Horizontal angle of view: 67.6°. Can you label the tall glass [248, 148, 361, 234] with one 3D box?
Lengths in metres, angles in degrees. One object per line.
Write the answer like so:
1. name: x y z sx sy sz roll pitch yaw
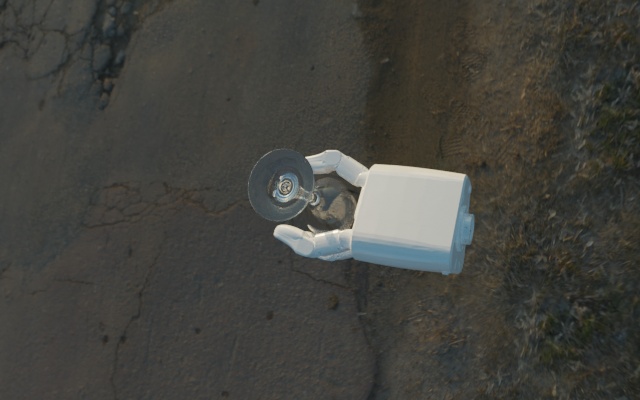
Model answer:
1. tall glass: 0.000 0.002 0.561 0.079 0.079 0.201 0 -10 24
